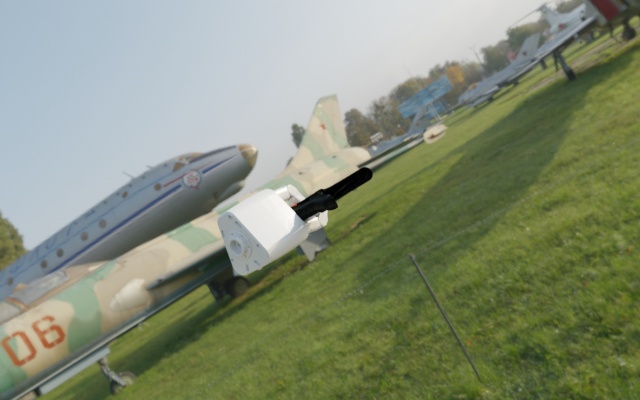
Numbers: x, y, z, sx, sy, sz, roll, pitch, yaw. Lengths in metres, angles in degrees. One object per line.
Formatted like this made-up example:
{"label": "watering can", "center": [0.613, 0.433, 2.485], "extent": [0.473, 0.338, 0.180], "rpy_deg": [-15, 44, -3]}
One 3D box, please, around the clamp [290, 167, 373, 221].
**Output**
{"label": "clamp", "center": [0.000, 0.002, 0.801], "extent": [0.171, 0.039, 0.120], "rpy_deg": [-30, 1, 39]}
